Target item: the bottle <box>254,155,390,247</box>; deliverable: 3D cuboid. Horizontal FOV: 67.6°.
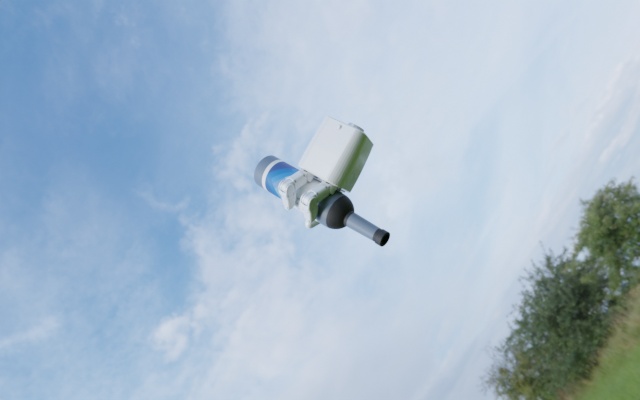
[{"bbox_3d":[0.000,0.003,0.868,0.295,0.069,0.069,30,17,33],"label":"bottle"}]
